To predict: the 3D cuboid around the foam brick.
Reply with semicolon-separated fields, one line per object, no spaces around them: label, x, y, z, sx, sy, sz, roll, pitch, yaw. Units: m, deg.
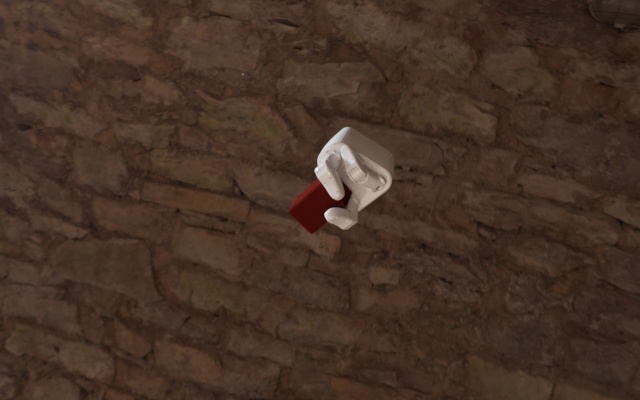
foam brick;0.000;0.002;0.719;0.078;0.053;0.051;-39;11;25
